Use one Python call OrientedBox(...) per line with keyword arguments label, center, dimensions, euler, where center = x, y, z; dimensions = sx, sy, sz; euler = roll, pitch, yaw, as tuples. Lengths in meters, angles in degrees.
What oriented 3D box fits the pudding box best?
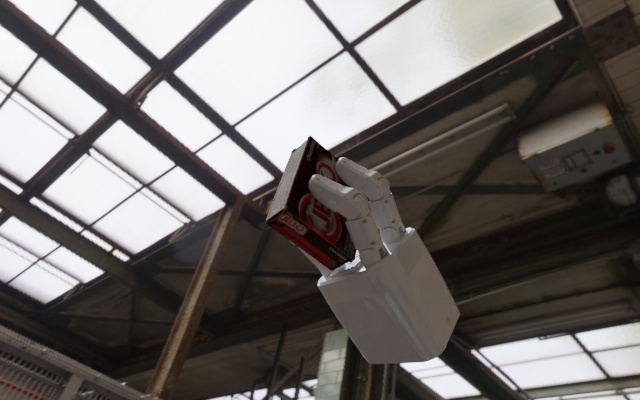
OrientedBox(label="pudding box", center=(0.000, 0.002, 0.489), dimensions=(0.090, 0.113, 0.039), euler=(39, -51, -23))
